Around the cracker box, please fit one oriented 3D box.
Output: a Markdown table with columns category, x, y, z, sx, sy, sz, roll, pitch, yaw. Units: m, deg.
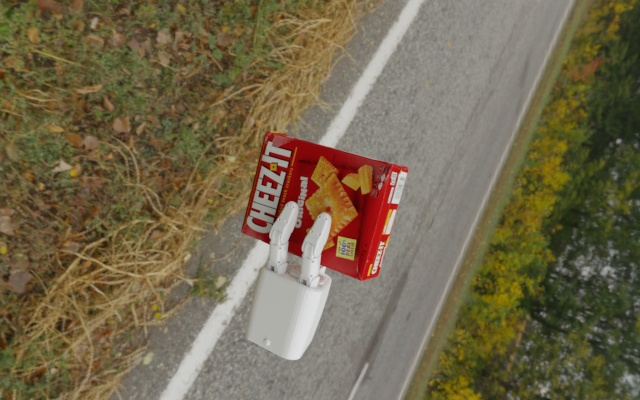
| category | x | y | z | sx | sy | sz | roll | pitch | yaw |
| --- | --- | --- | --- | --- | --- | --- | --- | --- | --- |
| cracker box | 0.000 | 0.002 | 0.695 | 0.213 | 0.164 | 0.072 | 18 | 7 | 27 |
